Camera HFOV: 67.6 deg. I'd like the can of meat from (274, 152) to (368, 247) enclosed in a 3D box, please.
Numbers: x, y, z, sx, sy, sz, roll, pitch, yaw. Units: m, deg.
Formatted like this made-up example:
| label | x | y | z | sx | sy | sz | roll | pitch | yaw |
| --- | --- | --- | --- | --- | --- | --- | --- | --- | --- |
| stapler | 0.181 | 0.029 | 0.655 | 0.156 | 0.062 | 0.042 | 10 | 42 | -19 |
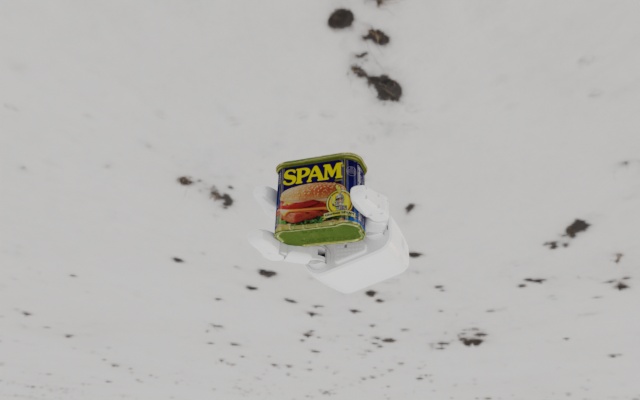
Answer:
| label | x | y | z | sx | sy | sz | roll | pitch | yaw |
| --- | --- | --- | --- | --- | --- | --- | --- | --- | --- |
| can of meat | 0.000 | 0.002 | 0.525 | 0.102 | 0.084 | 0.057 | -7 | -26 | 18 |
